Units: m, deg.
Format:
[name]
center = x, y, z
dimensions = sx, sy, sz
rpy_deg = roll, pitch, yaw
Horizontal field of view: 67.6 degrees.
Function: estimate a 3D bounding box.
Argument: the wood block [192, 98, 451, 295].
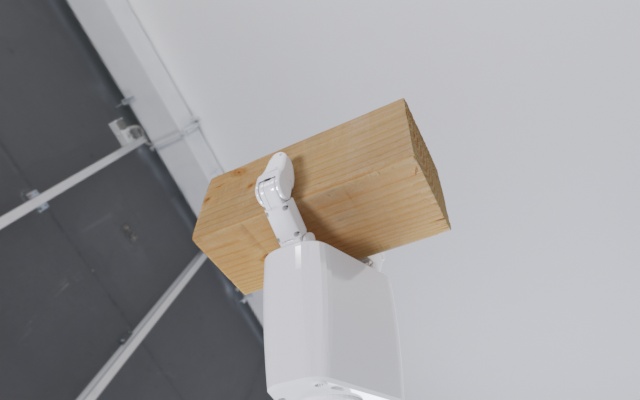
[wood block]
center = 0.000, 0.002, 0.438
dimensions = 0.206, 0.091, 0.090
rpy_deg = -20, 37, 19
